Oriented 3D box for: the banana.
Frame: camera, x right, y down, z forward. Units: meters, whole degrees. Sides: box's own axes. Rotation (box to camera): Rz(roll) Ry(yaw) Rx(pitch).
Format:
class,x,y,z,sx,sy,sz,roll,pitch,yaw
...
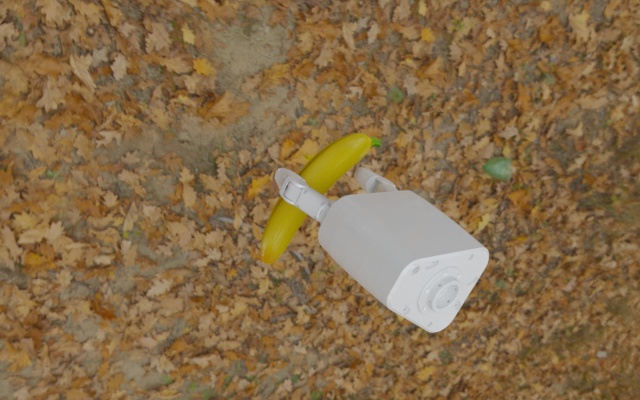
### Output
class,x,y,z,sx,sy,sz,roll,pitch,yaw
banana,-0.006,-0.010,0.530,0.037,0.198,0.070,42,-4,41
